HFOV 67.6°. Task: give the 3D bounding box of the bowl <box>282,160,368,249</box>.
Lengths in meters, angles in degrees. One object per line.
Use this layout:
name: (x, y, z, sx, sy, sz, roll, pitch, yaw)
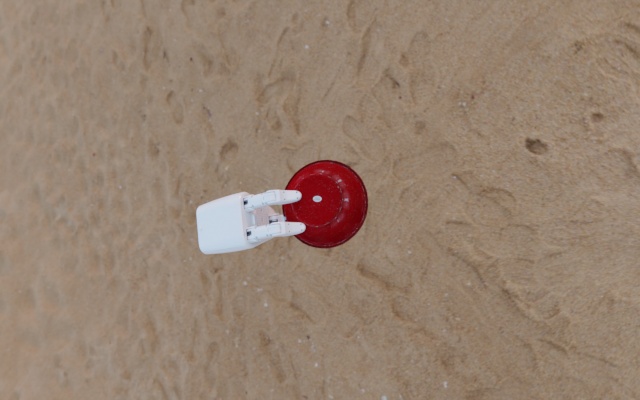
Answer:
bowl: (0.001, 0.002, 0.837, 0.162, 0.162, 0.055, 0, -7, 15)
